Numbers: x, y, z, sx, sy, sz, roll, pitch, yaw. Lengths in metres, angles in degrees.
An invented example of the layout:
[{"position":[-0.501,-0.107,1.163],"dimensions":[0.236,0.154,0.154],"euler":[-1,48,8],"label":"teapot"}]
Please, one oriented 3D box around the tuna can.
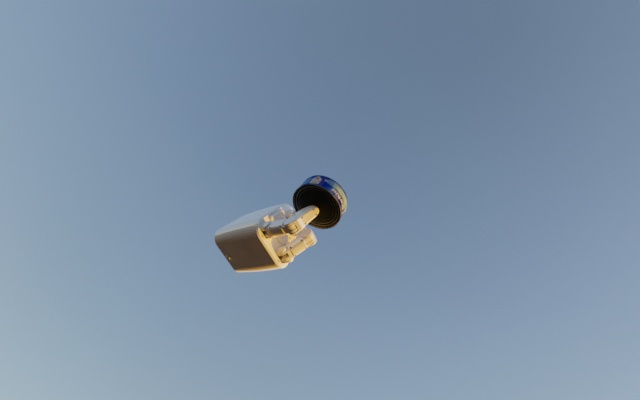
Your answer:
[{"position":[0.000,0.002,0.776],"dimensions":[0.086,0.086,0.033],"euler":[0,33,30],"label":"tuna can"}]
